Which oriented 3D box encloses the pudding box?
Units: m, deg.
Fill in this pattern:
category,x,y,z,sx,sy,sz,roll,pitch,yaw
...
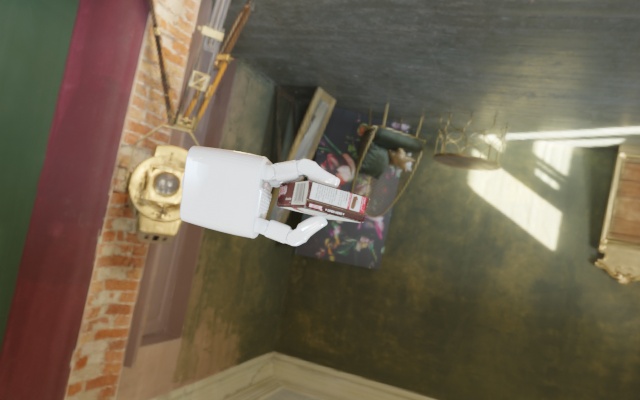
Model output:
category,x,y,z,sx,sy,sz,roll,pitch,yaw
pudding box,0.000,0.002,0.652,0.090,0.039,0.113,14,-4,-23
